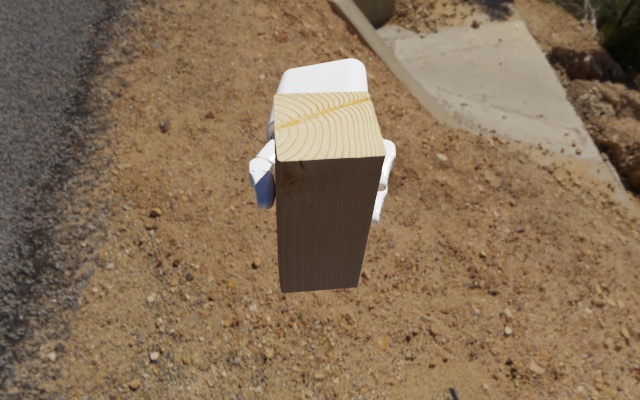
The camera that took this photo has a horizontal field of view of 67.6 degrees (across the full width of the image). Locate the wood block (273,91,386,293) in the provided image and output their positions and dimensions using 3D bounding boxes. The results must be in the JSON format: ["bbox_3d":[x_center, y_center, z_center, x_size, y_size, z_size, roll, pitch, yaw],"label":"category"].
[{"bbox_3d":[0.000,0.001,0.485,0.091,0.090,0.206,-3,-41,-6],"label":"wood block"}]
